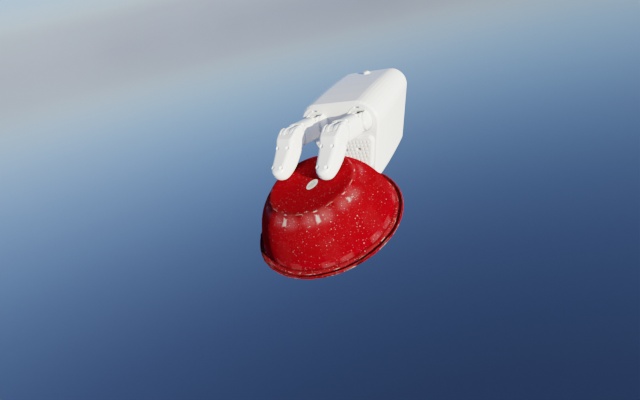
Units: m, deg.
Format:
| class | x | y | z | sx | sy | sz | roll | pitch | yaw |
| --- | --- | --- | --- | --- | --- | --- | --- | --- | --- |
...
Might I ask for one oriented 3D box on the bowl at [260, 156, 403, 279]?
| class | x | y | z | sx | sy | sz | roll | pitch | yaw |
| --- | --- | --- | --- | --- | --- | --- | --- | --- | --- |
| bowl | 0.000 | 0.002 | 0.491 | 0.162 | 0.055 | 0.162 | -17 | 38 | 13 |
